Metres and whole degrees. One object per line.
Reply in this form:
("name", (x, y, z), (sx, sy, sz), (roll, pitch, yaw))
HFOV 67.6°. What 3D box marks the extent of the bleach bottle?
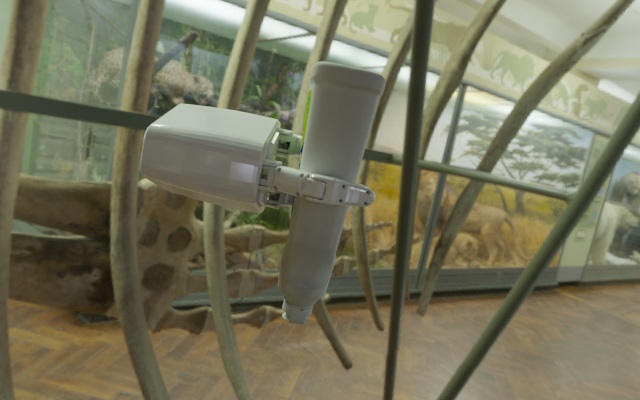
("bleach bottle", (0.000, 0.001, 0.466), (0.068, 0.251, 0.102), (12, 8, -2))
